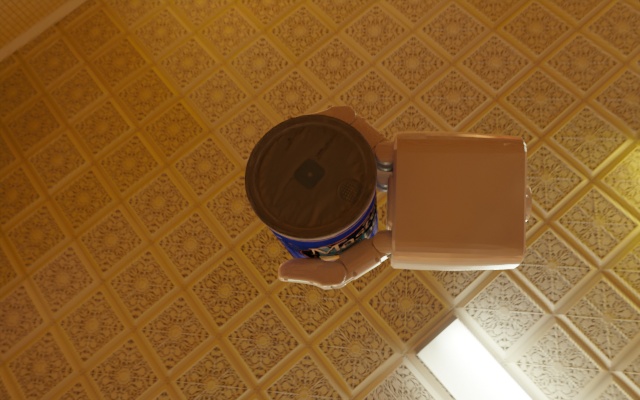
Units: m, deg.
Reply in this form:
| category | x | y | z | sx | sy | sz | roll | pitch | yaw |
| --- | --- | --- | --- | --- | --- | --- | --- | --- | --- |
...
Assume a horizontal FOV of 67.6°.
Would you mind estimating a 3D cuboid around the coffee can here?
| category | x | y | z | sx | sy | sz | roll | pitch | yaw |
| --- | --- | --- | --- | --- | --- | --- | --- | --- | --- |
| coffee can | 0.000 | 0.001 | 0.429 | 0.103 | 0.102 | 0.140 | 0 | -18 | 7 |
